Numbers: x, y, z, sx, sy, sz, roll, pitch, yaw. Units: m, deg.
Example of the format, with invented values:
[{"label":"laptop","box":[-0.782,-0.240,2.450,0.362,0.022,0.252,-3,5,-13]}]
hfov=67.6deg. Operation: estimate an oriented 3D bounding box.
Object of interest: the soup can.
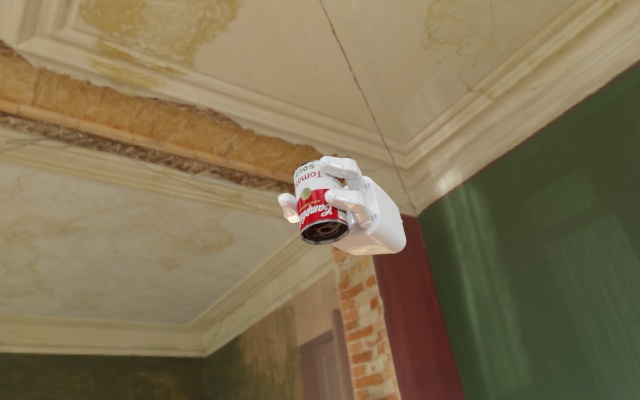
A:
[{"label":"soup can","box":[0.000,0.002,0.673,0.068,0.102,0.068,-6,-31,-4]}]
